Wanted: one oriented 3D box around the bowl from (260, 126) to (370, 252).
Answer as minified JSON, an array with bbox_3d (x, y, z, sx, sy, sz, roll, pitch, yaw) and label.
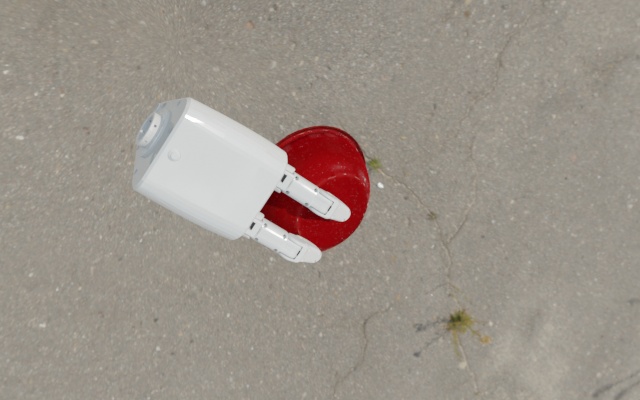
[{"bbox_3d":[0.001,0.002,0.532,0.162,0.162,0.055,0,26,-36],"label":"bowl"}]
